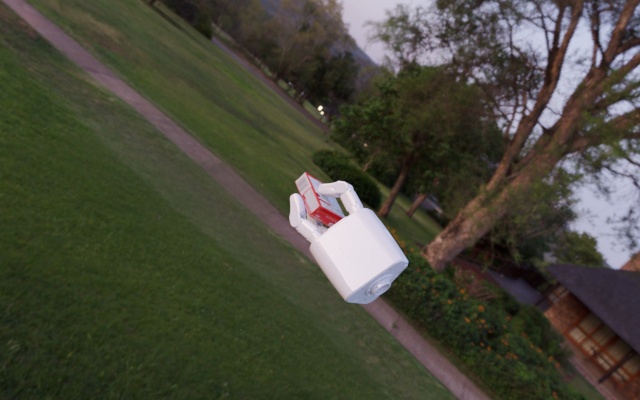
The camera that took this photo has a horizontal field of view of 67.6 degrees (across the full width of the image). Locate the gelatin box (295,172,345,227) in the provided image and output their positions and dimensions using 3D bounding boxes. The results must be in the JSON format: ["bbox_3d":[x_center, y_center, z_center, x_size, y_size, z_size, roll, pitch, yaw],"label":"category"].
[{"bbox_3d":[0.000,0.002,0.819,0.030,0.089,0.073,-41,-43,18],"label":"gelatin box"}]
